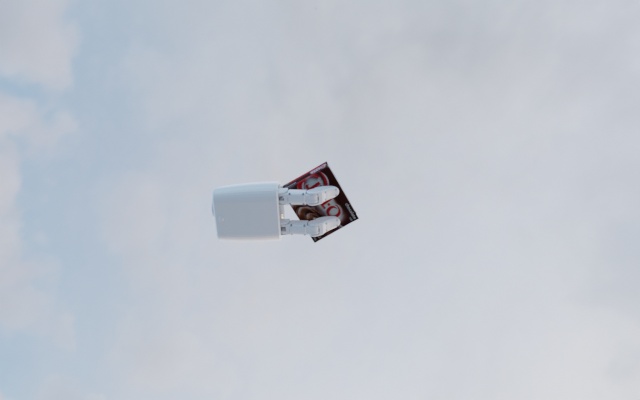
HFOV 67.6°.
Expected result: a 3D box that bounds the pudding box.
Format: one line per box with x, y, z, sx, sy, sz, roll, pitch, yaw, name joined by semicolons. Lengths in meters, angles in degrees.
0.000;0.003;0.821;0.090;0.113;0.039;-29;21;8;pudding box
